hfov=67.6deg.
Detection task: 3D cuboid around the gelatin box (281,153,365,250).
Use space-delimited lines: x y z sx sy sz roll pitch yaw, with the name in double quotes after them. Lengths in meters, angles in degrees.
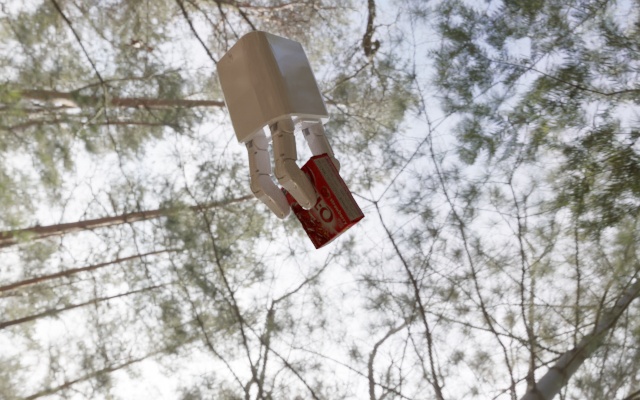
0.001 0.002 0.551 0.030 0.089 0.073 -22 -14 -43 "gelatin box"
